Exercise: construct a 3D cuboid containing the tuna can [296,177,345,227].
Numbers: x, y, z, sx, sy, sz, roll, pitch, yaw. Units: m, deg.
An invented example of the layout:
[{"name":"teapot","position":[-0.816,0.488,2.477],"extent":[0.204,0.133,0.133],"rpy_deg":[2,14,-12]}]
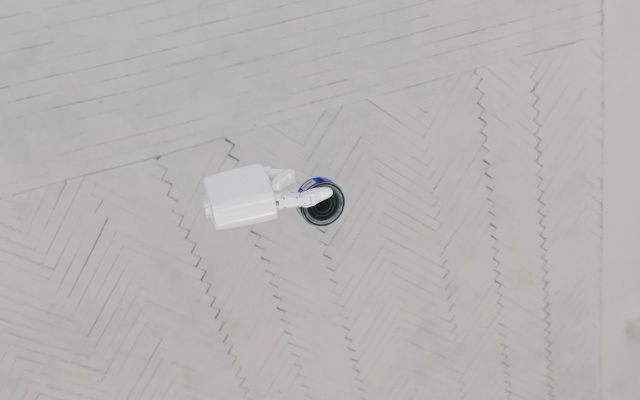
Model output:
[{"name":"tuna can","position":[0.000,0.003,0.856],"extent":[0.086,0.086,0.033],"rpy_deg":[0,17,-21]}]
